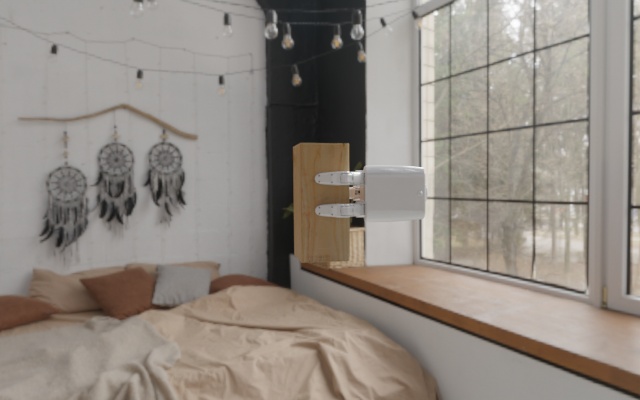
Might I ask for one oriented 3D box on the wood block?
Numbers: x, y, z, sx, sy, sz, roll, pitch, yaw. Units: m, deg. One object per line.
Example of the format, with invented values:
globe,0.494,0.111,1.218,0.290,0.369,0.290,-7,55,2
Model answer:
wood block,0.000,0.003,0.867,0.090,0.206,0.091,-1,2,-10
